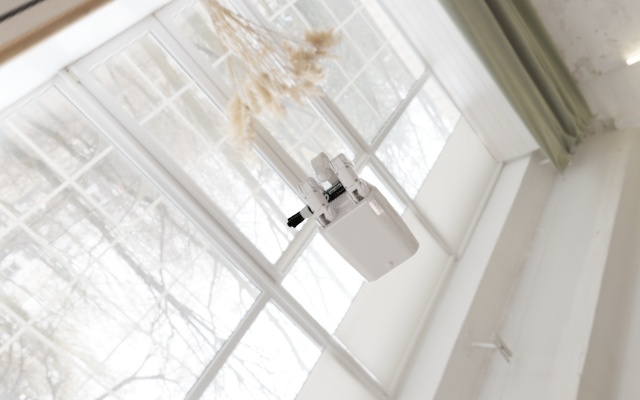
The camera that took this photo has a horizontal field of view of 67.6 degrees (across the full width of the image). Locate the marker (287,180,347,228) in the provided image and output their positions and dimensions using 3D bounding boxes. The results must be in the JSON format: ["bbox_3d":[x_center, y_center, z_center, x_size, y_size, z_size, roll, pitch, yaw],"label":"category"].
[{"bbox_3d":[0.000,0.002,0.676,0.121,0.020,0.020,-36,-12,17],"label":"marker"}]
